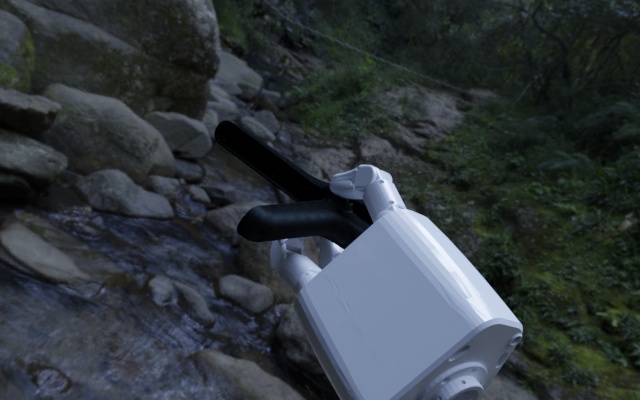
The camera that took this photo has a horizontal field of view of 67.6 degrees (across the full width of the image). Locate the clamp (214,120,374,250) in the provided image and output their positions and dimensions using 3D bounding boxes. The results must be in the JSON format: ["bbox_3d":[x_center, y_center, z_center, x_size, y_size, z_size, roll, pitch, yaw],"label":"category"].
[{"bbox_3d":[0.001,0.001,0.426,0.210,0.036,0.164,21,24,-36],"label":"clamp"}]
